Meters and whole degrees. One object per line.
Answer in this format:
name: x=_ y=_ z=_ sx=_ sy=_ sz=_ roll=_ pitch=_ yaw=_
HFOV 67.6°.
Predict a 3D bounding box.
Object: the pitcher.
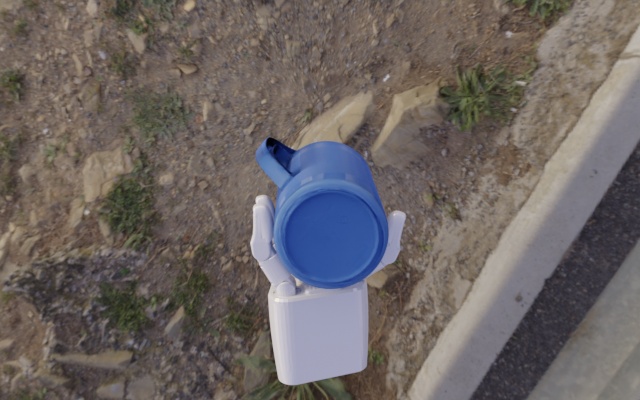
pitcher: x=0.000 y=0.002 z=0.550 sx=0.149 sy=0.145 sz=0.242 roll=-3 pitch=12 yaw=0
